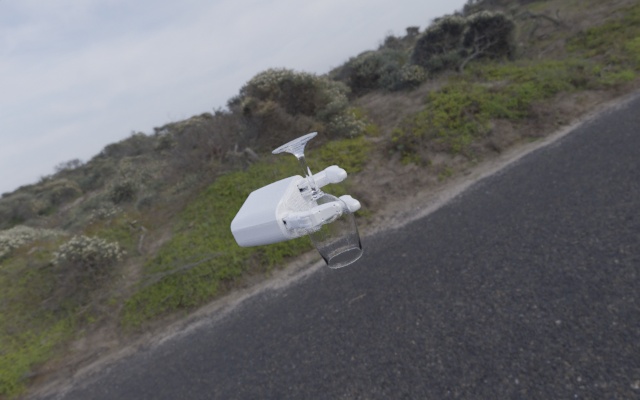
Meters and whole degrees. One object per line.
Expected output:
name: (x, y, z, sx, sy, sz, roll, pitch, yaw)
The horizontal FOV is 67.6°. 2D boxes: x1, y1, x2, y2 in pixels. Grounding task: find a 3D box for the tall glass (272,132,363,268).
tall glass: (0.000, 0.002, 0.734, 0.079, 0.201, 0.079, -23, 13, 5)
